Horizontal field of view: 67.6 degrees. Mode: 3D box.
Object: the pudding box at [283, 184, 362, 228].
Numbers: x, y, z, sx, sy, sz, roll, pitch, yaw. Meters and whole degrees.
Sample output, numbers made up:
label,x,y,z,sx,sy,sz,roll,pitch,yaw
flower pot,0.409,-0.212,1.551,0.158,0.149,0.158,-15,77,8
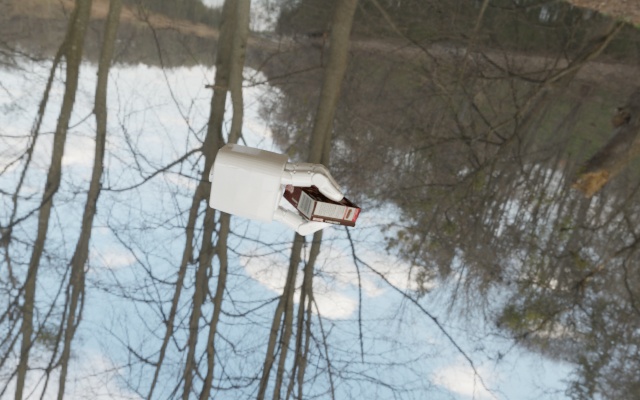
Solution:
label,x,y,z,sx,sy,sz,roll,pitch,yaw
pudding box,0.000,0.003,0.790,0.090,0.039,0.113,9,18,-30
